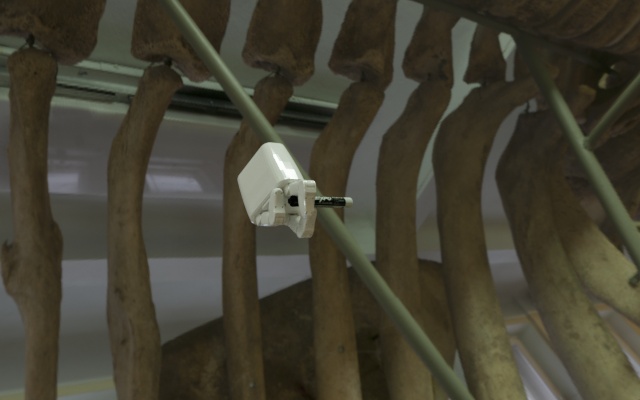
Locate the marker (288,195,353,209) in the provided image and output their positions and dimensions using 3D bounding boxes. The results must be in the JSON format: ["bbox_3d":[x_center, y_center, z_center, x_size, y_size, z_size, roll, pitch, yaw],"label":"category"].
[{"bbox_3d":[0.000,0.003,0.795,0.121,0.020,0.020,2,-1,-32],"label":"marker"}]
